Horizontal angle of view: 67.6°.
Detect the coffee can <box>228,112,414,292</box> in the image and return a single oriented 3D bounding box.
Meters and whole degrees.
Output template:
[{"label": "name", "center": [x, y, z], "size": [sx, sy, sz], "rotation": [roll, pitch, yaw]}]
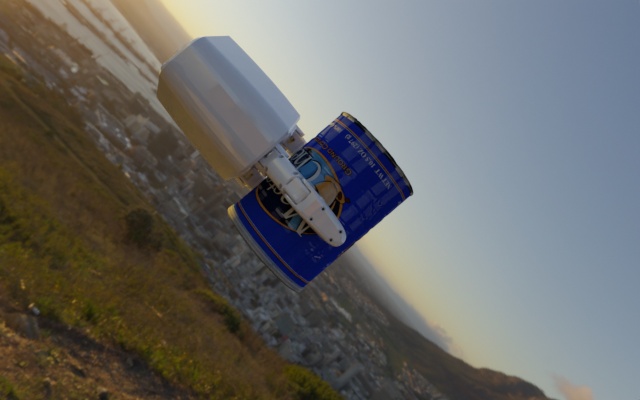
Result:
[{"label": "coffee can", "center": [0.000, 0.002, 0.447], "size": [0.140, 0.103, 0.103], "rotation": [-40, 0, 0]}]
